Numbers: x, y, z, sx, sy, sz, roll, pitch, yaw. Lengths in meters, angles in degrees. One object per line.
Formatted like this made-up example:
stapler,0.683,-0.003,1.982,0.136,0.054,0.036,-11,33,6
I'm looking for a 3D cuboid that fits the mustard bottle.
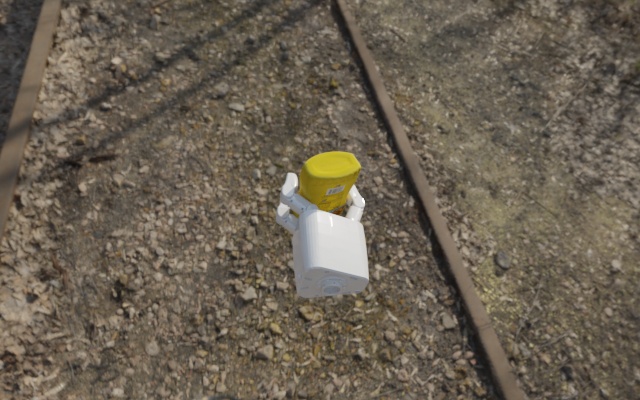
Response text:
mustard bottle,0.000,0.002,0.820,0.096,0.058,0.192,-16,-33,-27
